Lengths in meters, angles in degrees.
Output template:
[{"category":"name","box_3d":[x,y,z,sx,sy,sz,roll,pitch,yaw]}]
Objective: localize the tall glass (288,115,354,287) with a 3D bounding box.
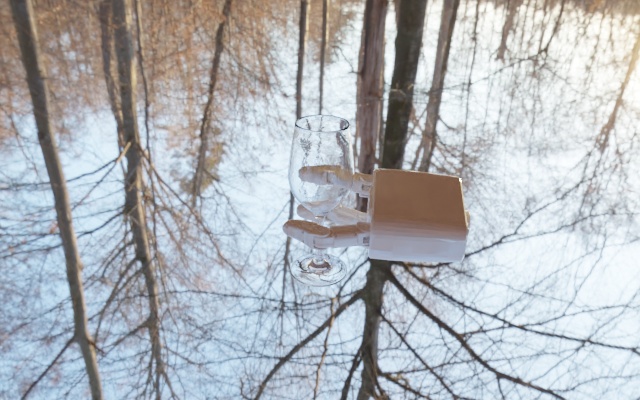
[{"category":"tall glass","box_3d":[0.000,0.003,0.577,0.079,0.201,0.079,1,28,0]}]
